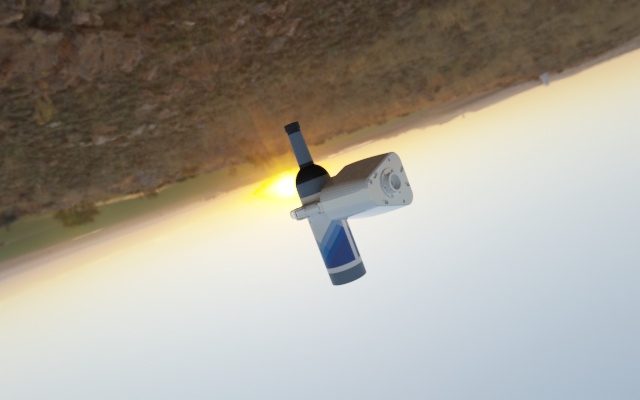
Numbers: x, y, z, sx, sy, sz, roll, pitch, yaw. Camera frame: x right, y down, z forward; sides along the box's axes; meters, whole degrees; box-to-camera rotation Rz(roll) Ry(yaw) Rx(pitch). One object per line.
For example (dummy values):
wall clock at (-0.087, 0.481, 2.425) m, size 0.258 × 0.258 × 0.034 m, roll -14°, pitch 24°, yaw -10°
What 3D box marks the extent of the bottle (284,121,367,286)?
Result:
bottle at (0.000, 0.003, 0.849) m, size 0.069 × 0.296 × 0.069 m, roll -21°, pitch 4°, yaw 2°
